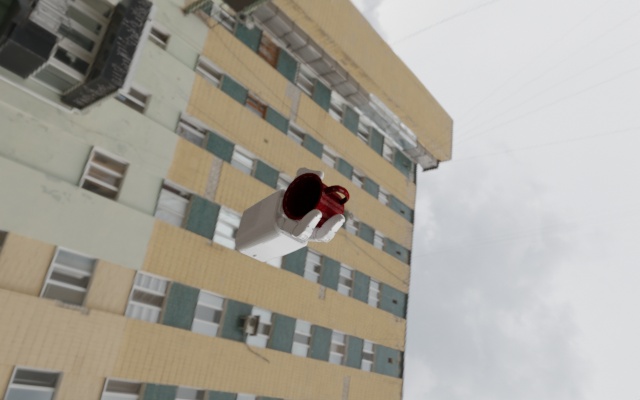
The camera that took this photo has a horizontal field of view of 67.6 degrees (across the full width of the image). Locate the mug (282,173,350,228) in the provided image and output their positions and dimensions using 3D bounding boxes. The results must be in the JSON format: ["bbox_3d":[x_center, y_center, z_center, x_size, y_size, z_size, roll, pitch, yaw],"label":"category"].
[{"bbox_3d":[0.001,0.002,0.878,0.117,0.093,0.081,-25,-37,28],"label":"mug"}]
